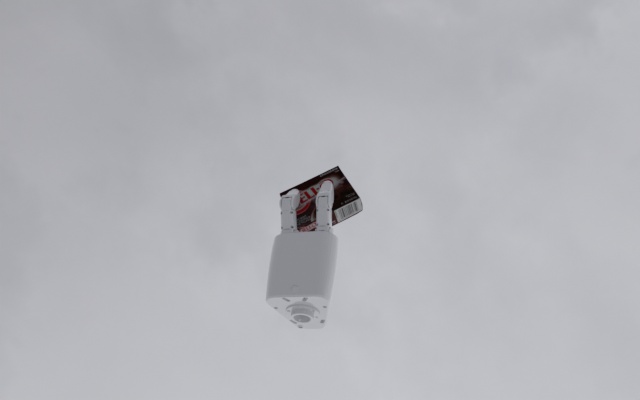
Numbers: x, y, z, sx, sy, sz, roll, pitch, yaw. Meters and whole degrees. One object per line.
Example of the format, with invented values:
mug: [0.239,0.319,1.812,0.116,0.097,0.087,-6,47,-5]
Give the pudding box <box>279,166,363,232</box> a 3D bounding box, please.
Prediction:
pudding box: [0.000,0.003,0.777,0.113,0.039,0.090,-24,47,-6]
